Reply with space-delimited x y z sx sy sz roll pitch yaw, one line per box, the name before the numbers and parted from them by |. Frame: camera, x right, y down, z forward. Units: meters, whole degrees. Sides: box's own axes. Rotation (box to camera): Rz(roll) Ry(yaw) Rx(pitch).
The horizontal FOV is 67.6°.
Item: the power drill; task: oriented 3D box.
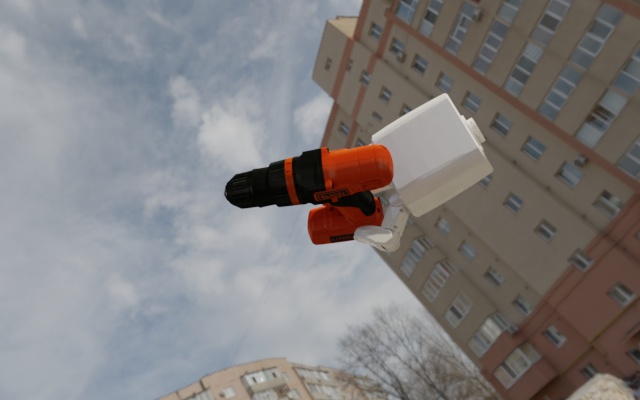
power drill | 0.000 0.002 0.573 0.184 0.057 0.188 -8 -21 10
